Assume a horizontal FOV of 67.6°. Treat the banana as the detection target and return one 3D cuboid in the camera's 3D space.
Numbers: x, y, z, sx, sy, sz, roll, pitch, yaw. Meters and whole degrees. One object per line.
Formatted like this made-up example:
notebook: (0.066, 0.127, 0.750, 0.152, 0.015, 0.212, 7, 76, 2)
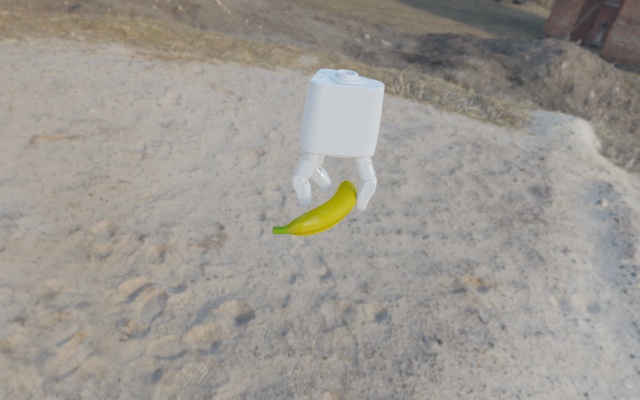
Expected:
banana: (0.013, 0.010, 0.745, 0.069, 0.037, 0.197, 21, 33, 30)
